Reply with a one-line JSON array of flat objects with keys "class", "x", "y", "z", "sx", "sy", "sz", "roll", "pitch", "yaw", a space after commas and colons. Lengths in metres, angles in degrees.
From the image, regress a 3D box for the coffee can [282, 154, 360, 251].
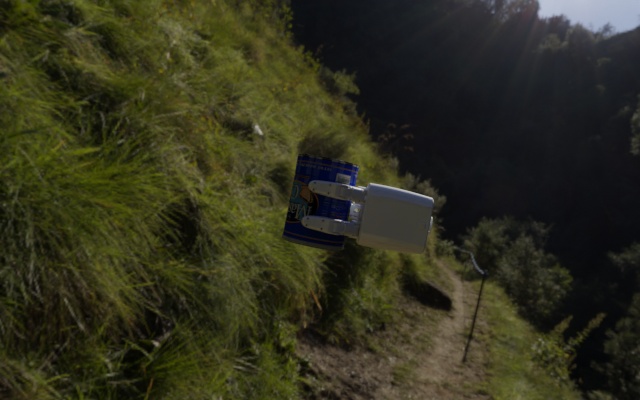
[{"class": "coffee can", "x": 0.000, "y": 0.003, "z": 0.781, "sx": 0.103, "sy": 0.140, "sz": 0.103, "roll": 11, "pitch": 1, "yaw": 0}]
